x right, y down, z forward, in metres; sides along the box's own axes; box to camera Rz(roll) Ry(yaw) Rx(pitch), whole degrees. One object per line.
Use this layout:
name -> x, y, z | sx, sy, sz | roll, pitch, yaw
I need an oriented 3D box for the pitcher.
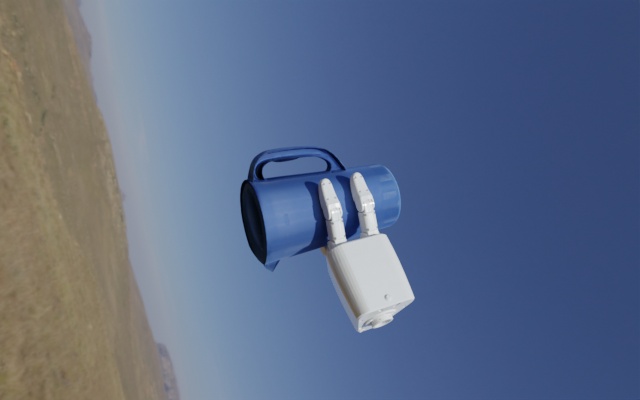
pitcher -> 0.000, 0.003, 0.760 | 0.243, 0.145, 0.149 | -12, -30, -22
